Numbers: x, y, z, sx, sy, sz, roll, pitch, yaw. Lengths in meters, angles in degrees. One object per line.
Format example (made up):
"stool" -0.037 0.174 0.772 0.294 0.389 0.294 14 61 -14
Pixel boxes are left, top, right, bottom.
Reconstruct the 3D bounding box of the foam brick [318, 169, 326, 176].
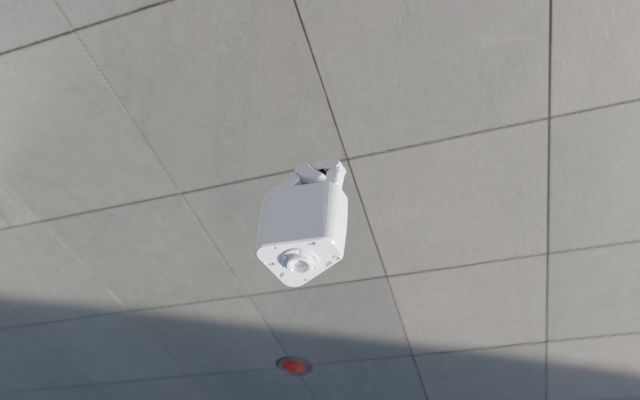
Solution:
"foam brick" 0.000 0.002 0.717 0.053 0.051 0.078 -22 -53 23
